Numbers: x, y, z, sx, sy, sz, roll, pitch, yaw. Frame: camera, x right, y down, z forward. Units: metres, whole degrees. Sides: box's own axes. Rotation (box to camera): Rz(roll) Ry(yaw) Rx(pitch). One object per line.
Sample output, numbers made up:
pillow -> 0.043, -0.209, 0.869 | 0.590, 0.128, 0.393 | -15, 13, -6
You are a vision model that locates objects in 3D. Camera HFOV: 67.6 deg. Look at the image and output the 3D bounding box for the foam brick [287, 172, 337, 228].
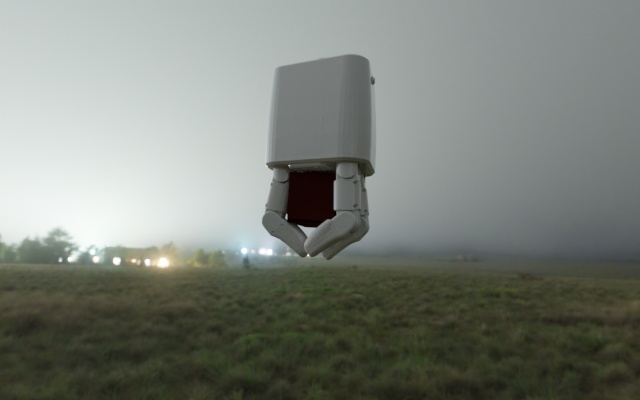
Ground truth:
foam brick -> 0.000, 0.002, 0.508 | 0.053, 0.051, 0.078 | 2, -7, 11
